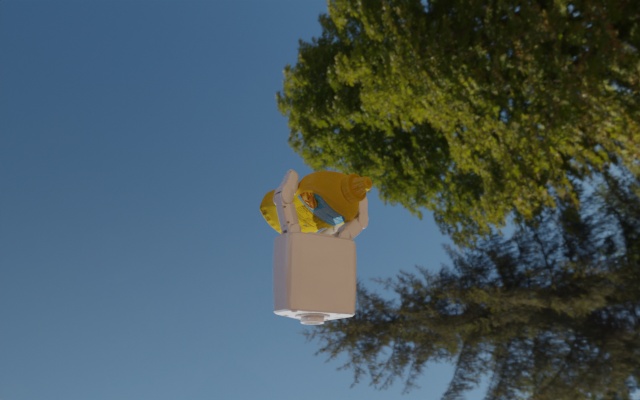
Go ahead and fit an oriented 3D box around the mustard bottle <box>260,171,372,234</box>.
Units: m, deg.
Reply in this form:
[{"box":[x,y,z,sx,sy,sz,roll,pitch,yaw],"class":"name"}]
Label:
[{"box":[0.000,0.002,0.717,0.192,0.058,0.096,-22,-54,43],"class":"mustard bottle"}]
